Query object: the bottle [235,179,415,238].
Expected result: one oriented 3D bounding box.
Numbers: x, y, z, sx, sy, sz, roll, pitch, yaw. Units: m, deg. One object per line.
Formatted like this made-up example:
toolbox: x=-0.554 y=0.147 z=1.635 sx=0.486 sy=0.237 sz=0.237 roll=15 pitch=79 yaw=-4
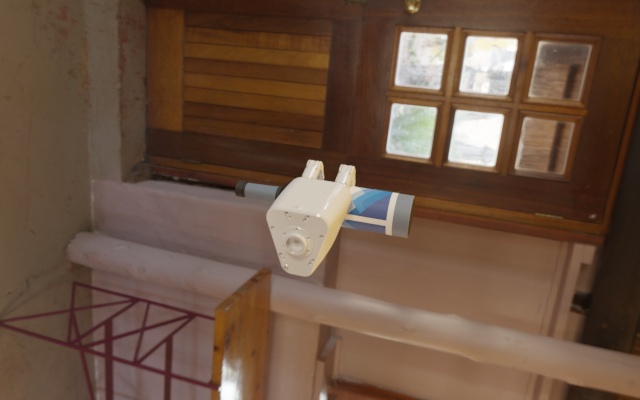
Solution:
bottle: x=0.000 y=0.003 z=0.777 sx=0.295 sy=0.069 sz=0.069 roll=9 pitch=2 yaw=15
